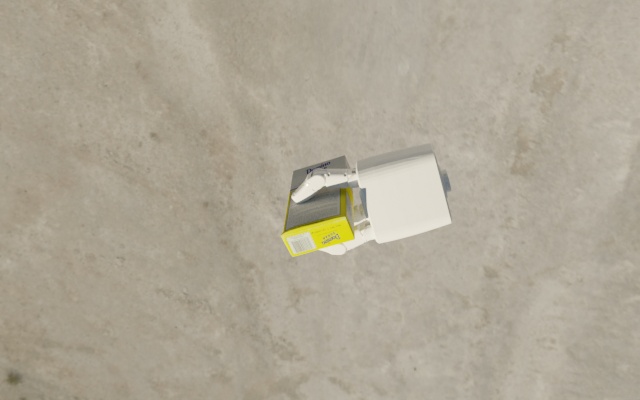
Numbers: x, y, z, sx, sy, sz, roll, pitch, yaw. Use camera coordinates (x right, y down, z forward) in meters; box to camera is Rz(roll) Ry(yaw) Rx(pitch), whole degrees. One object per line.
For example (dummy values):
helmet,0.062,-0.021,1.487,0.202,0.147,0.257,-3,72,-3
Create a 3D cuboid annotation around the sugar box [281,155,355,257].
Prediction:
sugar box,0.000,0.003,0.697,0.093,0.048,0.176,-16,28,13
